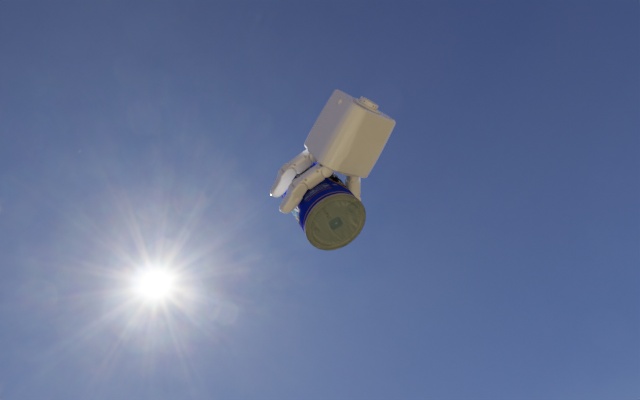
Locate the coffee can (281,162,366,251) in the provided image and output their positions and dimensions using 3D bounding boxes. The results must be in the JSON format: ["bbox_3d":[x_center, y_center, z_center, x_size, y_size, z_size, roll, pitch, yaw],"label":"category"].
[{"bbox_3d":[0.000,0.003,0.801,0.103,0.103,0.140,0,29,-24],"label":"coffee can"}]
